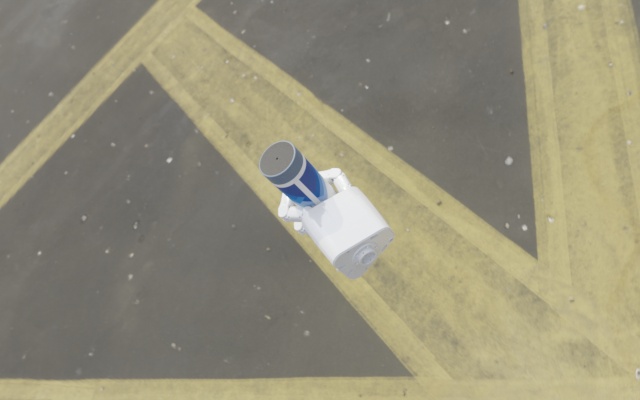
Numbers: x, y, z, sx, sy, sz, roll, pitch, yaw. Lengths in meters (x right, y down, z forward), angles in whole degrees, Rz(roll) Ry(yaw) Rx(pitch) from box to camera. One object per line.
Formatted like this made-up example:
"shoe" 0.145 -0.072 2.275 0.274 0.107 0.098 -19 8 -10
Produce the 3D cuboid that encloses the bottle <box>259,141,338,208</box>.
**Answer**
"bottle" 0.000 0.003 0.847 0.069 0.069 0.296 0 -27 31
